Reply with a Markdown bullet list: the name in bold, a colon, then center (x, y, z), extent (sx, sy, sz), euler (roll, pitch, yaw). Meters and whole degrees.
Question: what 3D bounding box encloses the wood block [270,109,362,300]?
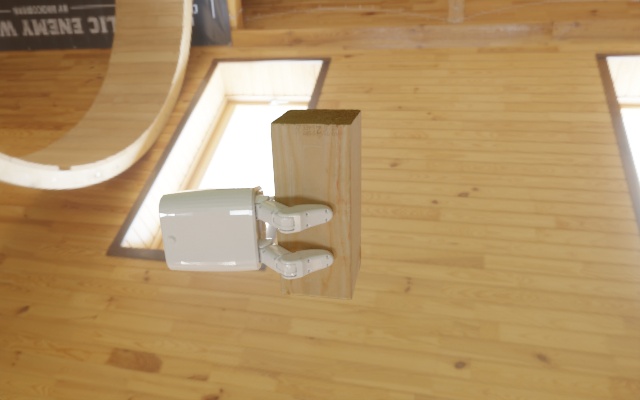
- **wood block**: center (0.000, 0.002, 0.567), extent (0.090, 0.206, 0.090), euler (3, 22, 11)
